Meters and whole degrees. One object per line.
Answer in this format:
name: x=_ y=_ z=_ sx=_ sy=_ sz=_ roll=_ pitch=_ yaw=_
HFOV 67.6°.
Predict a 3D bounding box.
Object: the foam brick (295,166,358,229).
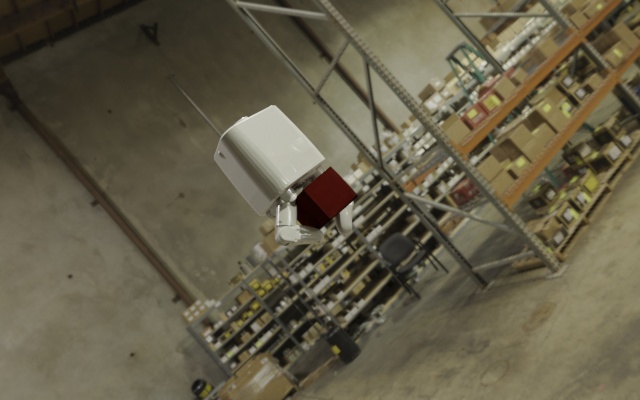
foam brick: x=0.000 y=0.002 z=0.611 sx=0.053 sy=0.051 sz=0.078 roll=-40 pitch=-1 yaw=-28
